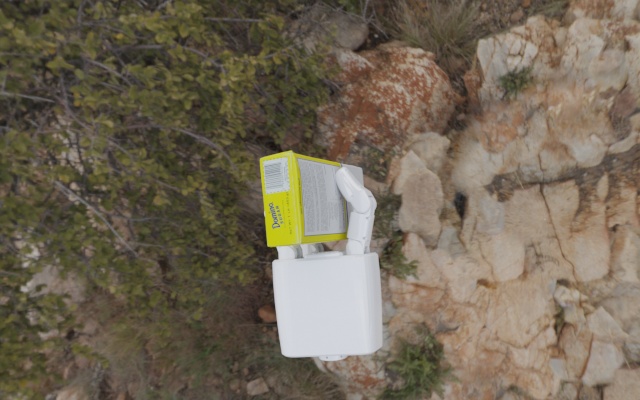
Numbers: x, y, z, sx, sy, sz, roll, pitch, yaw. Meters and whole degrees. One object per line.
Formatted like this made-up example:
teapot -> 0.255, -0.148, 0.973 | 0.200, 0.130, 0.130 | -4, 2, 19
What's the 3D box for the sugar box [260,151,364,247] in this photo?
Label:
sugar box -> 0.000, 0.002, 0.544 | 0.048, 0.093, 0.176 | -7, -6, 25
